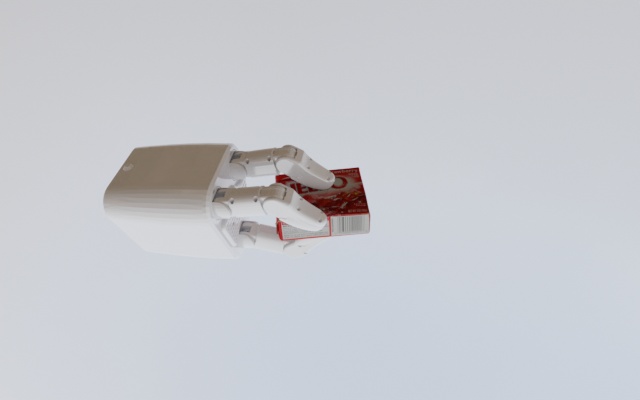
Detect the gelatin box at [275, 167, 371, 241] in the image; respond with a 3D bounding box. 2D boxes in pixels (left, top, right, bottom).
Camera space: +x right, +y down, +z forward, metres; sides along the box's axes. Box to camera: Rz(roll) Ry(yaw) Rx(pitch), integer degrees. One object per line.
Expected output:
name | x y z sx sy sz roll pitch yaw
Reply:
gelatin box | 0.000 0.002 0.472 0.089 0.030 0.073 -5 40 -2
